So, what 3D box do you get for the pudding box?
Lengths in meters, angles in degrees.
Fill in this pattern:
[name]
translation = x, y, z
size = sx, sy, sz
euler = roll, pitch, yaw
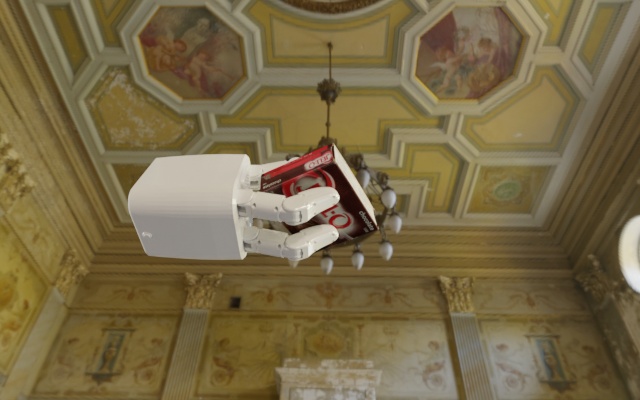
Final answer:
[pudding box]
translation = 0.000, 0.002, 0.522
size = 0.090, 0.039, 0.113
euler = -22, -48, 19
